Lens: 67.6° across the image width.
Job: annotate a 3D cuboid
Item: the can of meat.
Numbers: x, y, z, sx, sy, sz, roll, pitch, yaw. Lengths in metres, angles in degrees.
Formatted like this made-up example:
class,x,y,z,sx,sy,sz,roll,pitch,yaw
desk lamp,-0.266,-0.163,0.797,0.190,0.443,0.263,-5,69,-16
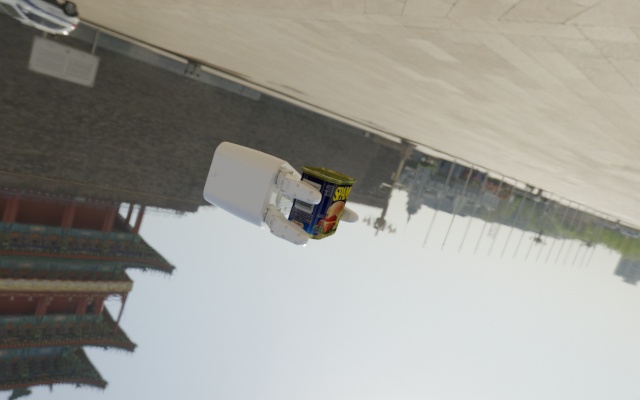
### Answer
class,x,y,z,sx,sy,sz,roll,pitch,yaw
can of meat,0.000,0.002,0.647,0.057,0.084,0.102,22,9,17
